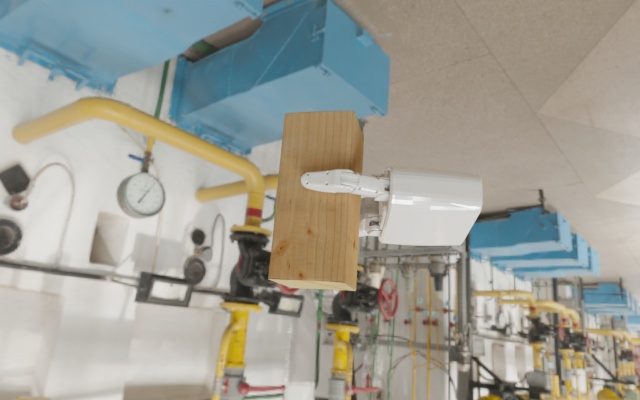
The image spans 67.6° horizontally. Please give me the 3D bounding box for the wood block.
[{"bbox_3d":[0.000,0.002,0.594,0.090,0.206,0.091,0,-16,13],"label":"wood block"}]
